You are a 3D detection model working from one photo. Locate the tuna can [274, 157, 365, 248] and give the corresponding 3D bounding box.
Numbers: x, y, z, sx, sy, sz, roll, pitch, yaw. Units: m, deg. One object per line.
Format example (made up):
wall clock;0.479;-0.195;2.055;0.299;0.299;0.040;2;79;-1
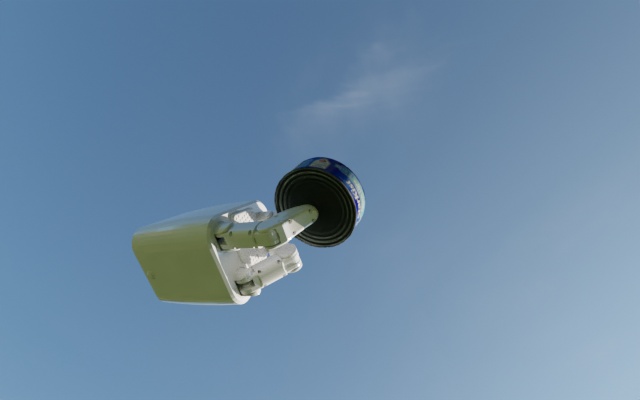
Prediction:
tuna can;0.000;0.001;0.470;0.086;0.086;0.033;0;26;25
